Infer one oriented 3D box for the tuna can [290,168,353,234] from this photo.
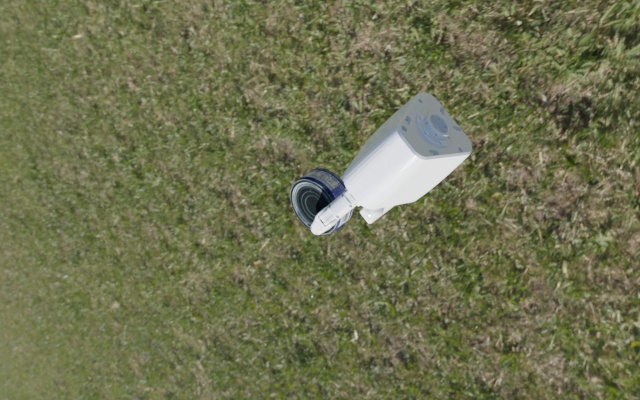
[{"bbox_3d":[0.000,0.002,0.644,0.086,0.086,0.033,0,26,44],"label":"tuna can"}]
